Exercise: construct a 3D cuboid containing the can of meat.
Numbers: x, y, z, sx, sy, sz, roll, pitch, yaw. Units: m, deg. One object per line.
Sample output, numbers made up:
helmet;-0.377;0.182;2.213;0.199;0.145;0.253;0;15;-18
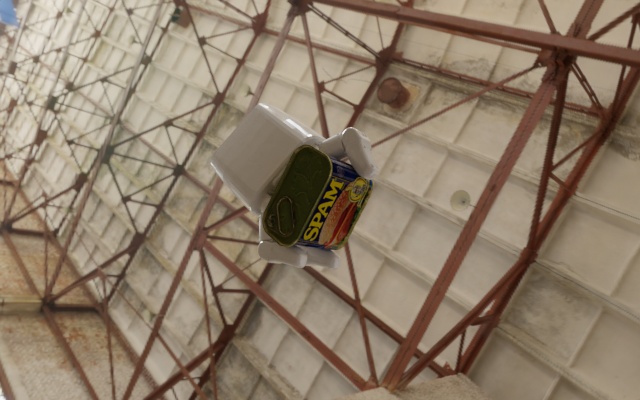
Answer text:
can of meat;0.000;0.002;0.504;0.057;0.102;0.084;35;13;38
